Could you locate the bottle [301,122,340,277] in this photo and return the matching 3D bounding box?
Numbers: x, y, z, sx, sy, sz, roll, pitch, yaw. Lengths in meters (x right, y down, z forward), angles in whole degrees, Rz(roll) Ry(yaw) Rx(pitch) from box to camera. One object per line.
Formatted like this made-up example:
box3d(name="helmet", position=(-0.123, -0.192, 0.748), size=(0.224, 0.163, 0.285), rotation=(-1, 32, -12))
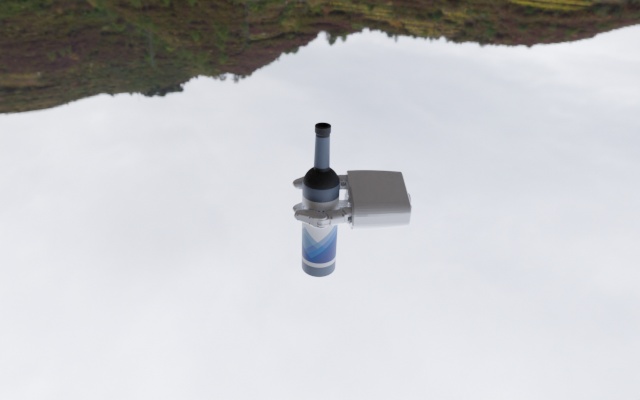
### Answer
box3d(name="bottle", position=(0.000, 0.003, 0.856), size=(0.069, 0.296, 0.069), rotation=(1, 31, -1))
